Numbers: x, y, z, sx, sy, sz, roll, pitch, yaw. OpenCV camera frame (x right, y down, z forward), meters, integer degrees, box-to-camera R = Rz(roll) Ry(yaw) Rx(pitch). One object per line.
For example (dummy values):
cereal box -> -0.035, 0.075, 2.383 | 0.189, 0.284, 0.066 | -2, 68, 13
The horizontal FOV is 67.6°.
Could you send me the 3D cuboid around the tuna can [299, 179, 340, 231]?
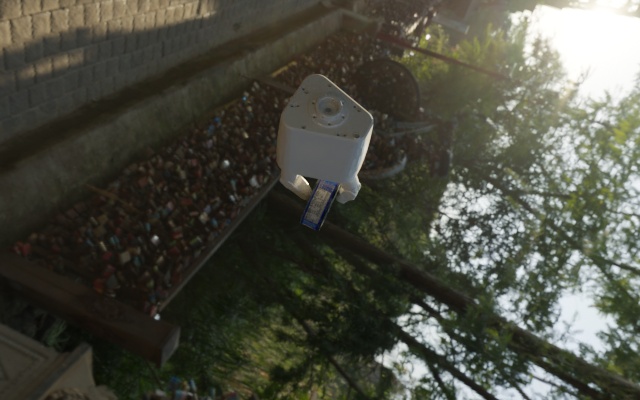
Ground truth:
tuna can -> 0.001, 0.003, 0.731 | 0.034, 0.086, 0.086 | 25, 1, 2
